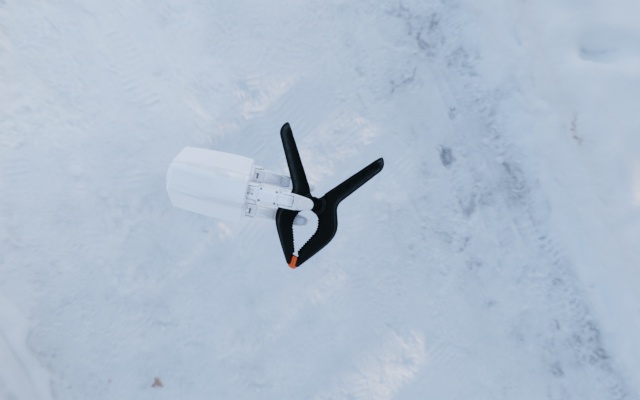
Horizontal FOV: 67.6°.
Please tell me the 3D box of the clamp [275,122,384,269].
[{"bbox_3d":[0.000,0.003,0.716,0.164,0.210,0.036,13,0,-6],"label":"clamp"}]
